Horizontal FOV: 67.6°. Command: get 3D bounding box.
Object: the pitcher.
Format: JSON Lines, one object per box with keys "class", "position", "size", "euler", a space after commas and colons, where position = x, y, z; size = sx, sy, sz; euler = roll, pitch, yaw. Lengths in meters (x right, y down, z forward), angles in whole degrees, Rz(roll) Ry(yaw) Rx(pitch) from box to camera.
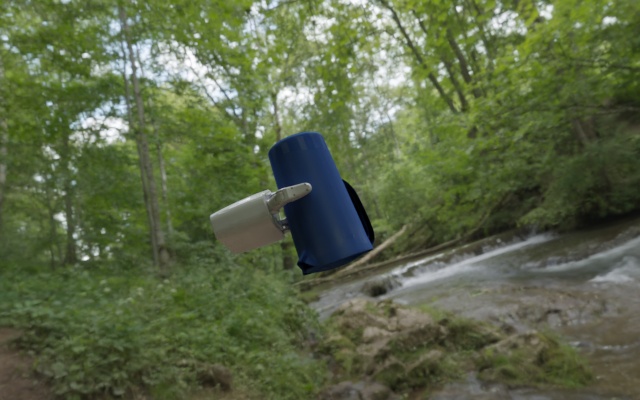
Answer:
{"class": "pitcher", "position": [0.000, 0.003, 0.869], "size": [0.145, 0.242, 0.149], "euler": [-21, -10, 4]}
